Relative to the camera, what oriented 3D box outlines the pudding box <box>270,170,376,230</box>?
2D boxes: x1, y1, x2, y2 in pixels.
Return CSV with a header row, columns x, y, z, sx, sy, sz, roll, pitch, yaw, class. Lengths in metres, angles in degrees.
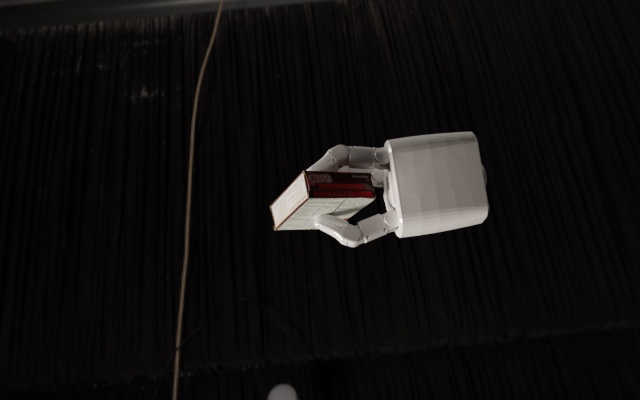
x,y,z,sx,sy,sz,roll,pitch,yaw,class
0.000,0.002,0.584,0.090,0.039,0.113,1,-24,-27,pudding box
